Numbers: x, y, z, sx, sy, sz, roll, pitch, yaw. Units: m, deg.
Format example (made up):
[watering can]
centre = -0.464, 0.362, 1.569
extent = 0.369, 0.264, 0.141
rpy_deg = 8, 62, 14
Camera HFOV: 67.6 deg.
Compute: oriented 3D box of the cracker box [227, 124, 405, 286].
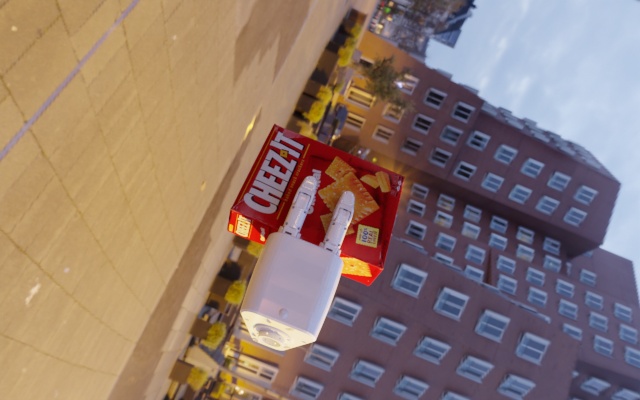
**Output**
[cracker box]
centre = 0.000, 0.002, 0.678
extent = 0.214, 0.164, 0.072
rpy_deg = 22, -34, -2
